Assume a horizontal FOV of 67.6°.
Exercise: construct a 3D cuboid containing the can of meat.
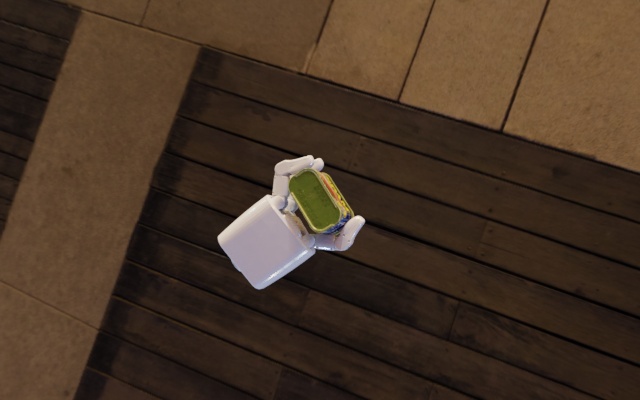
[{"bbox_3d":[0.000,0.002,0.726,0.057,0.102,0.084,-34,-12,9],"label":"can of meat"}]
